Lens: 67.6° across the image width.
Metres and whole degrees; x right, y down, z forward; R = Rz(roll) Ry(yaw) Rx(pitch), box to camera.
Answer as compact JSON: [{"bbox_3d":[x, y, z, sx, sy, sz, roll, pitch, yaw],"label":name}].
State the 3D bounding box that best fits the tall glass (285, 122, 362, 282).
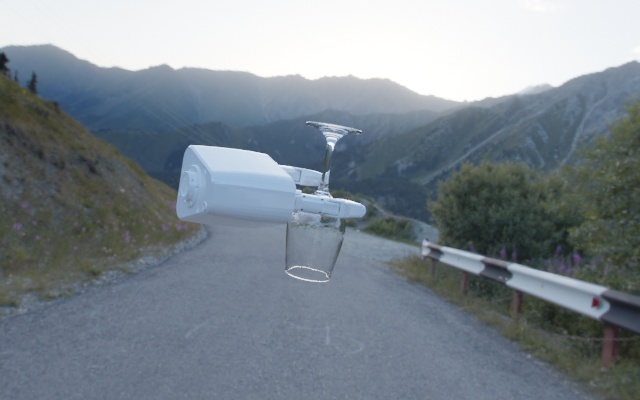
[{"bbox_3d":[0.000,0.001,0.632,0.079,0.201,0.079,10,5,-1],"label":"tall glass"}]
